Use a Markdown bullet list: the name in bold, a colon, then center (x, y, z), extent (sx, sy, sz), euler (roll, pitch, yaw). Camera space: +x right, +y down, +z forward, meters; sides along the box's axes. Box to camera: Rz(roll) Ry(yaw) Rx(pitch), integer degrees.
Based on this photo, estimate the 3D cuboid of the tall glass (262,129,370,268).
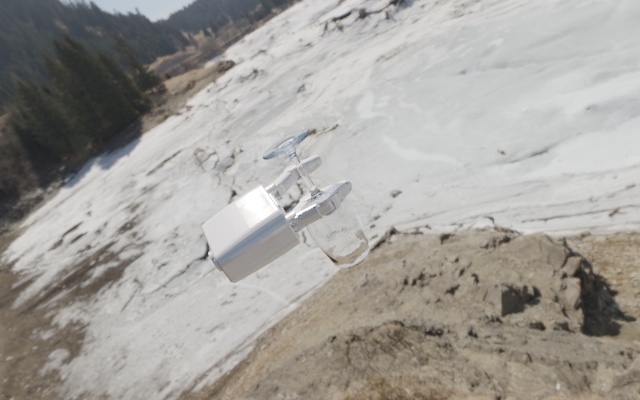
- **tall glass**: center (0.000, 0.002, 0.684), extent (0.079, 0.201, 0.079), euler (-27, 22, 12)
